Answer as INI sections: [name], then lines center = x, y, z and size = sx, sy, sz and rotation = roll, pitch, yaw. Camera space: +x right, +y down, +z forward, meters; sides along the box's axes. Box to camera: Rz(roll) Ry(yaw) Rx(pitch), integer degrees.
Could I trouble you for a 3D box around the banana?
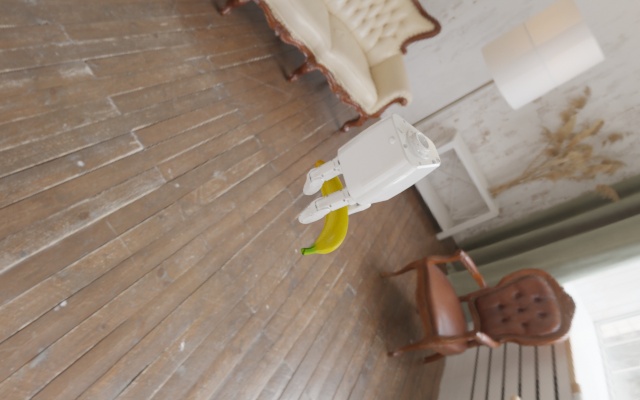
[banana]
center = 0.015, 0.013, 0.781
size = 0.070, 0.197, 0.037
rotation = 29, -46, -23
